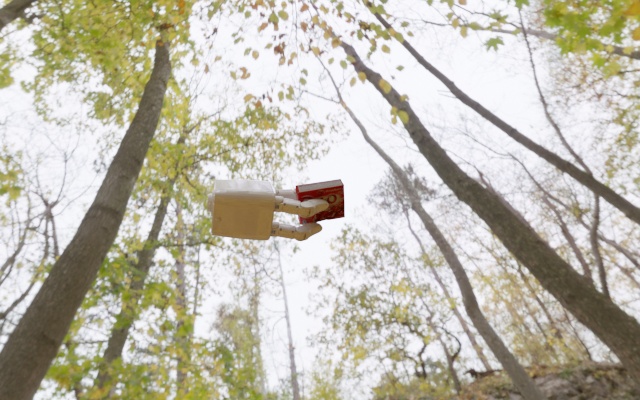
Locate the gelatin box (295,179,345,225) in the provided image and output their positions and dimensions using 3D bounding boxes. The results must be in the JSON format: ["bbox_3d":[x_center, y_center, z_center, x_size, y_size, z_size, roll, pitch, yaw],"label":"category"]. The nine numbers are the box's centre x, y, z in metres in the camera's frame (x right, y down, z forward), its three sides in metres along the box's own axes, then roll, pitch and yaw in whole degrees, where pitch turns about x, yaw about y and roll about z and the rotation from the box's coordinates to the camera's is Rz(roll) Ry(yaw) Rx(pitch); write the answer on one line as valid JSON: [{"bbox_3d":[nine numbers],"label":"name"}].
[{"bbox_3d":[0.000,0.003,0.888,0.089,0.073,0.030,-9,33,-9],"label":"gelatin box"}]
